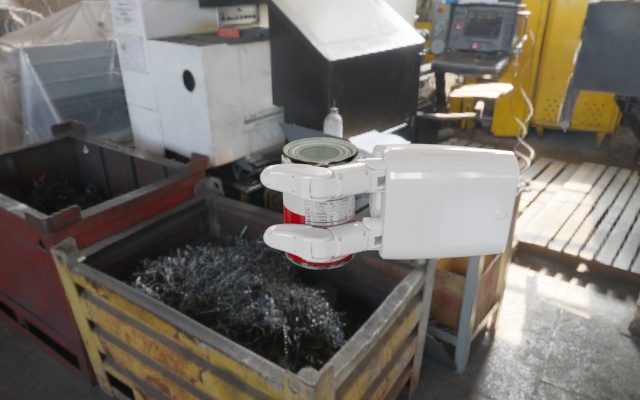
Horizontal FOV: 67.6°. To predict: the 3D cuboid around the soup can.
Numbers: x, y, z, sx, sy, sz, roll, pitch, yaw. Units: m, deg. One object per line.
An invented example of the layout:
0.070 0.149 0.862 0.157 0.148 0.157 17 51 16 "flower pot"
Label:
0.000 0.001 0.432 0.068 0.102 0.068 0 25 0 "soup can"
